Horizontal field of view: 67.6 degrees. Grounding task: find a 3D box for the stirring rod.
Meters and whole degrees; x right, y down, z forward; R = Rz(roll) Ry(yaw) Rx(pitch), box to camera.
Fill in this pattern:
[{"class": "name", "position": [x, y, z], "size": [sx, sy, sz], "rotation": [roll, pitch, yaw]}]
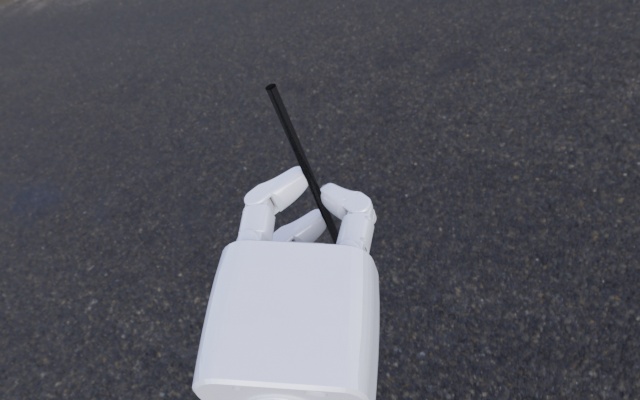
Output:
[{"class": "stirring rod", "position": [0.000, 0.001, 0.421], "size": [0.011, 0.011, 0.240], "rotation": [0, -43, 24]}]
